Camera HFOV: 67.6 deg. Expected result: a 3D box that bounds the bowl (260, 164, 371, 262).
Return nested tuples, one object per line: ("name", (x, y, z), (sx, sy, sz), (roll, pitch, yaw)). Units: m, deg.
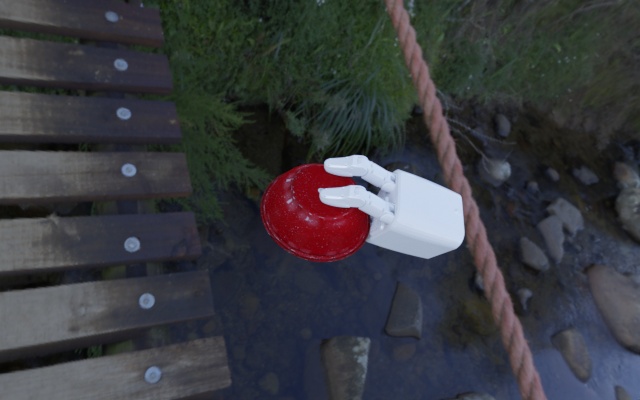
("bowl", (-0.001, 0.002, 0.663), (0.162, 0.162, 0.055), (0, -36, -15))
